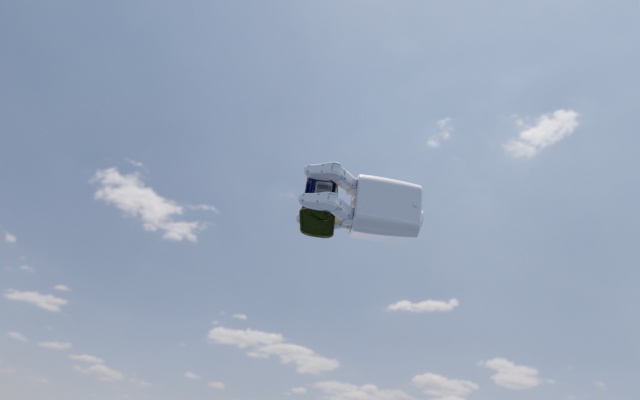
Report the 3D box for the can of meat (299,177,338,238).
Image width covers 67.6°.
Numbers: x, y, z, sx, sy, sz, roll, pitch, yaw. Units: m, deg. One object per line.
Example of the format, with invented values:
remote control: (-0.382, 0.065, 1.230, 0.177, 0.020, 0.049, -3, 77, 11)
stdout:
can of meat: (0.000, 0.002, 0.792, 0.057, 0.084, 0.102, 8, -29, 3)
